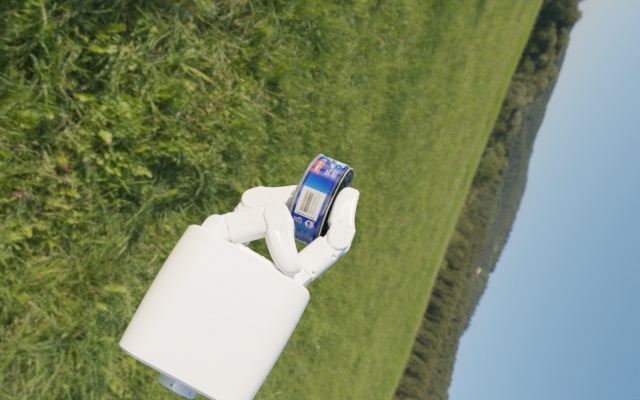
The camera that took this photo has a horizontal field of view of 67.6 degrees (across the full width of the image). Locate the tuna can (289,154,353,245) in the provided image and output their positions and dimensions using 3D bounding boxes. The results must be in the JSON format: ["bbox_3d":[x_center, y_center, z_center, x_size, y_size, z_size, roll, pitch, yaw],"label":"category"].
[{"bbox_3d":[0.001,0.002,0.455,0.034,0.086,0.086,22,4,11],"label":"tuna can"}]
